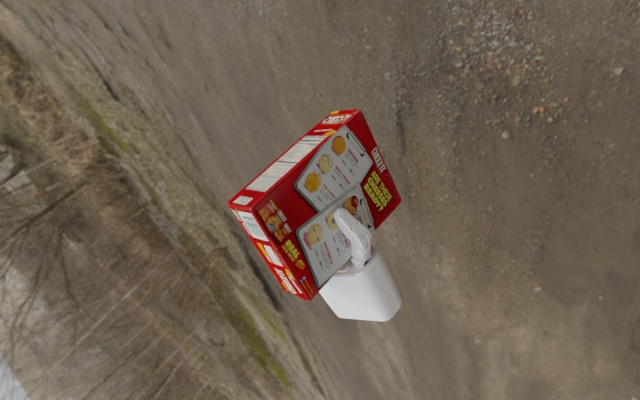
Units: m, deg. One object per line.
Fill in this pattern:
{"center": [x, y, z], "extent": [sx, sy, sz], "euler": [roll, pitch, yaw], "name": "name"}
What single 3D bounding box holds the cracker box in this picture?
{"center": [0.000, 0.002, 0.655], "extent": [0.072, 0.164, 0.213], "euler": [10, 47, 49], "name": "cracker box"}
